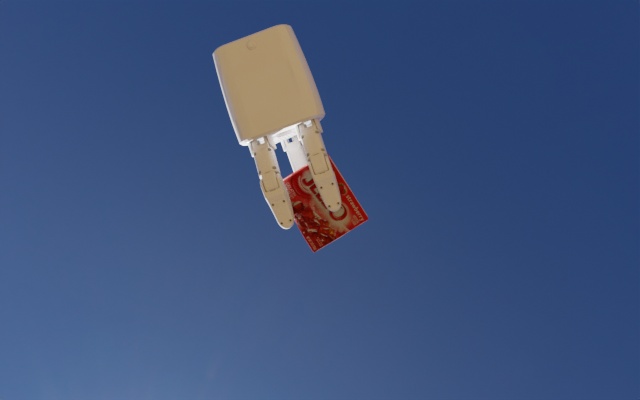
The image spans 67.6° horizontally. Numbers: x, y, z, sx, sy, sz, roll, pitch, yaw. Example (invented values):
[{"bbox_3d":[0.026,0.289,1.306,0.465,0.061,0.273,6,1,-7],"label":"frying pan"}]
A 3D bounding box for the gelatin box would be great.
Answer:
[{"bbox_3d":[0.000,0.002,0.538,0.073,0.089,0.030,-32,6,5],"label":"gelatin box"}]
